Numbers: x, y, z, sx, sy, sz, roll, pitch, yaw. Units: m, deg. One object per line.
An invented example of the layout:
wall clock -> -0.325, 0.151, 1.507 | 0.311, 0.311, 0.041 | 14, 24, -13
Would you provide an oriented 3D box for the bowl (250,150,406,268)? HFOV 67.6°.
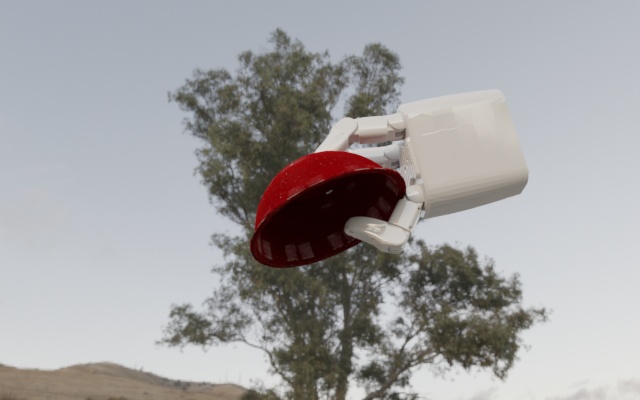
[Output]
bowl -> -0.001, 0.001, 0.468 | 0.162, 0.055, 0.162 | -20, -28, -12
